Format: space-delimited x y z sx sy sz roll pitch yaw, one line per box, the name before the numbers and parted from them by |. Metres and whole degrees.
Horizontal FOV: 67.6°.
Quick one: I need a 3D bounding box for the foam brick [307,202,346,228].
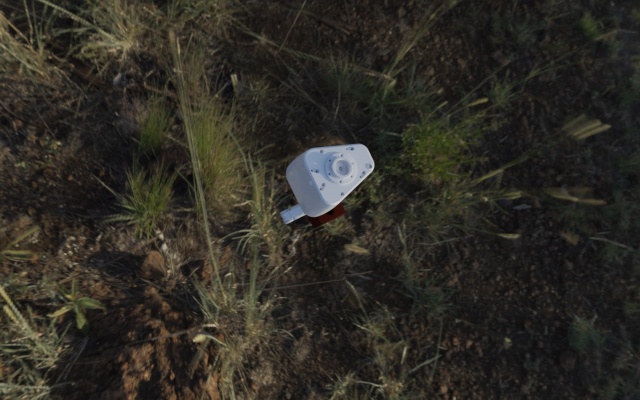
foam brick | 0.000 0.003 0.843 0.053 0.078 0.051 -26 -1 -19
